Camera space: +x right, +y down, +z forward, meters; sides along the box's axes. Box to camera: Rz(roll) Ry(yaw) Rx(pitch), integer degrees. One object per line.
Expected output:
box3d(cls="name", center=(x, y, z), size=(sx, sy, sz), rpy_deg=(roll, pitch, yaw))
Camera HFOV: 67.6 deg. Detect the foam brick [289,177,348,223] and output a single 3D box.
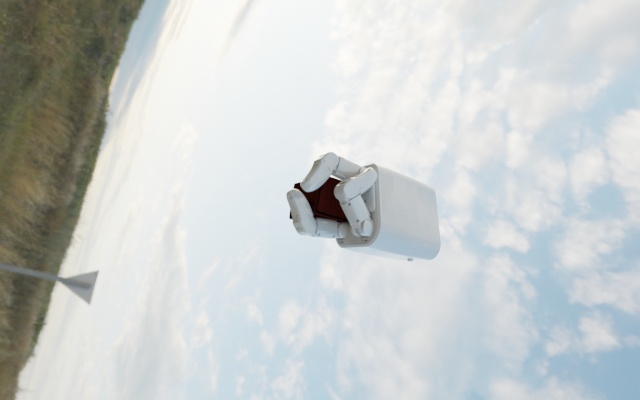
box3d(cls="foam brick", center=(0.000, 0.002, 0.635), size=(0.051, 0.053, 0.078), rpy_deg=(16, -14, -27))
